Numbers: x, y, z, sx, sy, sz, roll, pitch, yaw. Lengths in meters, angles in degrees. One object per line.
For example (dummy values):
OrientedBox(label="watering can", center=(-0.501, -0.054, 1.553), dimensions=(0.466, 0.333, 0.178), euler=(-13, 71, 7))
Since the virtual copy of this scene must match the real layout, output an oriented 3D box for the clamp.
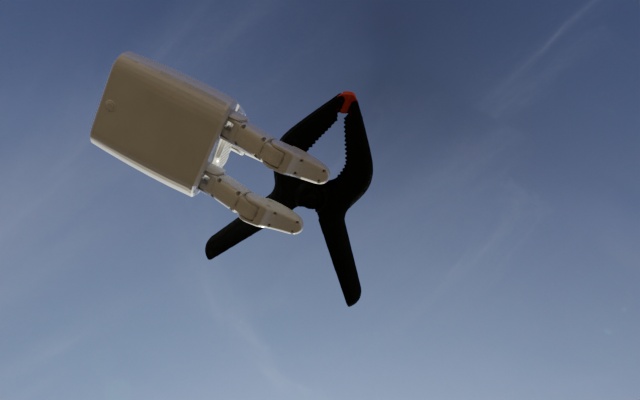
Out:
OrientedBox(label="clamp", center=(0.000, 0.001, 0.461), dimensions=(0.164, 0.210, 0.036), euler=(26, 18, -7))
